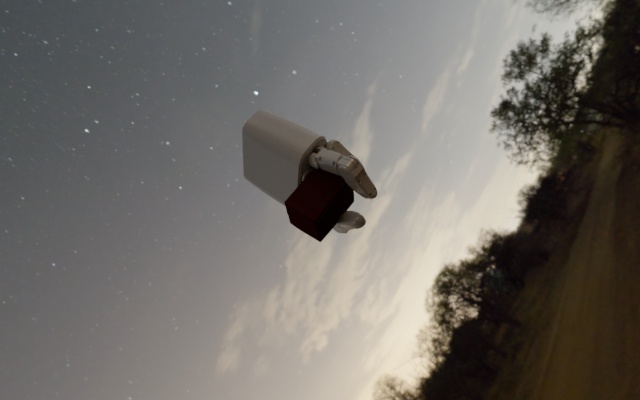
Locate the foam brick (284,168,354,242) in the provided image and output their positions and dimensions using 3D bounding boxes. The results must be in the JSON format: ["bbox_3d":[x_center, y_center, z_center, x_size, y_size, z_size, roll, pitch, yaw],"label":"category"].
[{"bbox_3d":[0.000,0.002,0.603,0.051,0.078,0.053,30,-26,23],"label":"foam brick"}]
